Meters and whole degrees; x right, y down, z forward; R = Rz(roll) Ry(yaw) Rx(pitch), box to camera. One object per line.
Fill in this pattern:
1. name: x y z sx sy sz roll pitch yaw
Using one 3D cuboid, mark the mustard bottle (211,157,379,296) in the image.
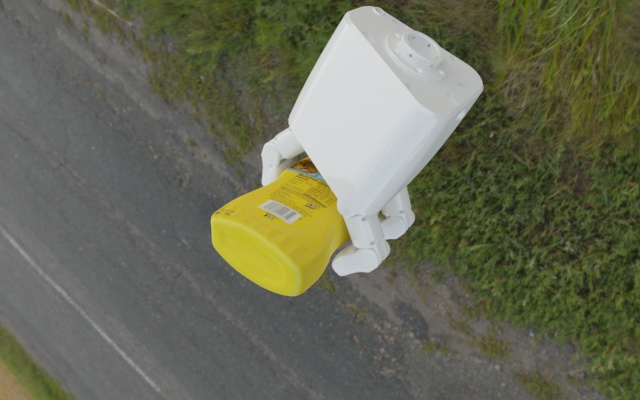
1. mustard bottle: 0.000 0.002 0.434 0.096 0.058 0.191 25 41 25
